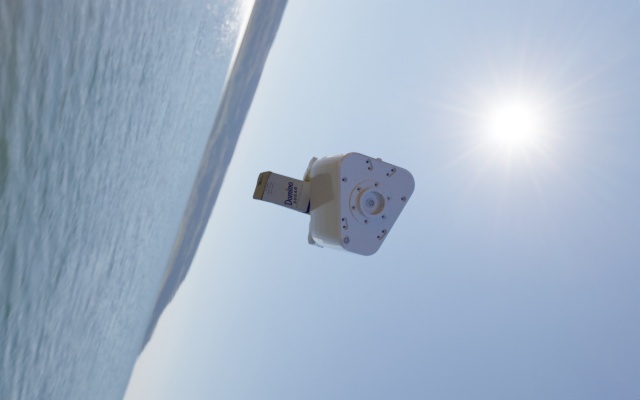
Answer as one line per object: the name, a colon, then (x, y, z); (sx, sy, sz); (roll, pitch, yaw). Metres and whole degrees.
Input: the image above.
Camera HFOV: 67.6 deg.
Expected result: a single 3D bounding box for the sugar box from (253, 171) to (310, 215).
sugar box: (0.000, 0.002, 0.661); (0.176, 0.048, 0.093); (18, -3, -15)
